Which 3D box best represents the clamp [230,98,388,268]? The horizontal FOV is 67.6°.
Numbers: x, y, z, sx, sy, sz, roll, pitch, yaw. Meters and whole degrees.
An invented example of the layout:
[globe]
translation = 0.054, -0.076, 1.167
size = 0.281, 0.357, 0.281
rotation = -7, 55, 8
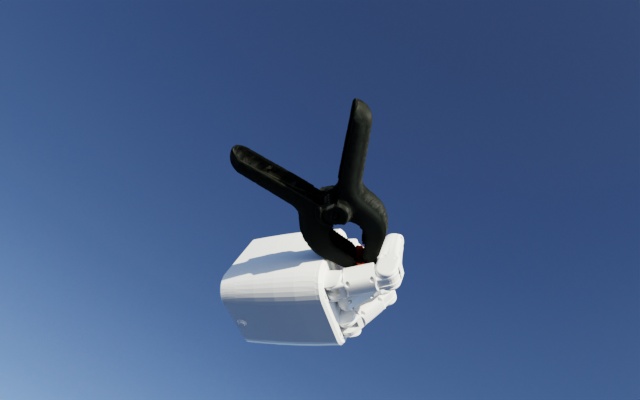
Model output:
[clamp]
translation = 0.000, 0.001, 0.416
size = 0.120, 0.172, 0.039
rotation = -8, 33, 16
